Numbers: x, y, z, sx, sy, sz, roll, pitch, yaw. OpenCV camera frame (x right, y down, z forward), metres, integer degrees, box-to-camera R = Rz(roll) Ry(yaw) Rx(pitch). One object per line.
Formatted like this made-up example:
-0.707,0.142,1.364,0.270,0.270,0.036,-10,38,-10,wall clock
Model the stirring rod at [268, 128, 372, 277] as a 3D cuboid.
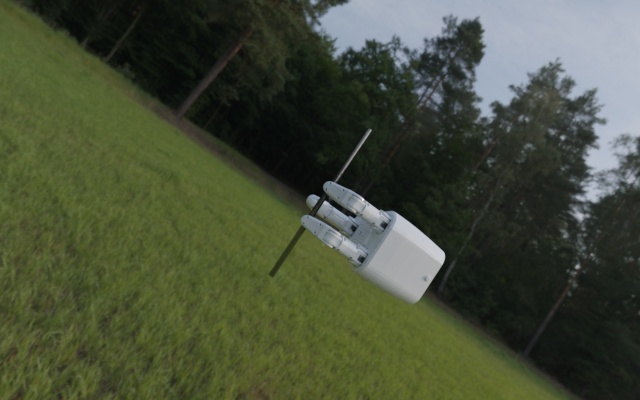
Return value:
0.000,0.002,0.649,0.011,0.239,0.011,34,-2,2,stirring rod
